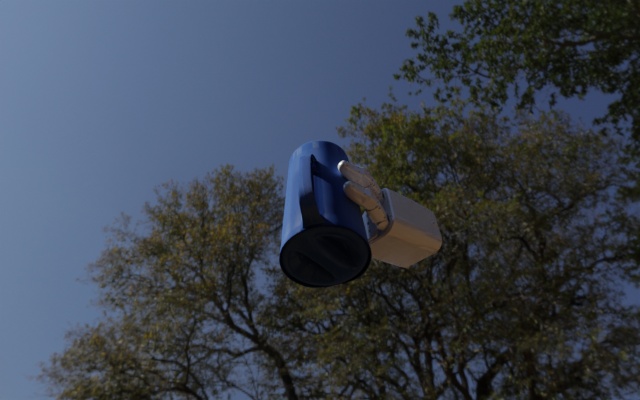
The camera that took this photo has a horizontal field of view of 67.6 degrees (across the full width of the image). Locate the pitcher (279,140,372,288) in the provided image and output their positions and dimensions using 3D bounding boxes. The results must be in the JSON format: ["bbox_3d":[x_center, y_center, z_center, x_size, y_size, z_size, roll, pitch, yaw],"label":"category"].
[{"bbox_3d":[0.000,0.003,0.762,0.145,0.149,0.242,21,36,-20],"label":"pitcher"}]
